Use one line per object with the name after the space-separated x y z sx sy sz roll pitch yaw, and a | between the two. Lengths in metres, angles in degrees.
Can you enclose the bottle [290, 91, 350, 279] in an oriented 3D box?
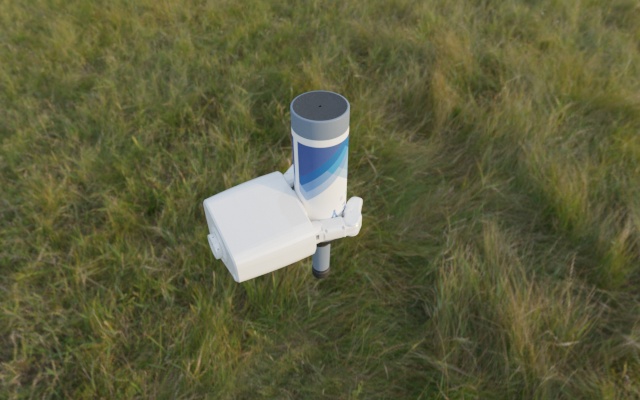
0.000 0.002 0.632 0.069 0.296 0.069 0 43 0 | bottle
